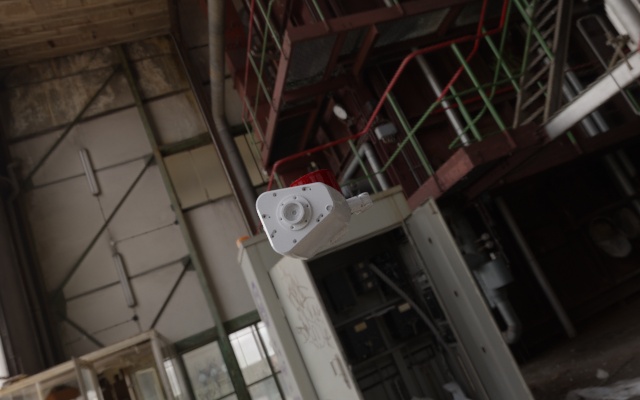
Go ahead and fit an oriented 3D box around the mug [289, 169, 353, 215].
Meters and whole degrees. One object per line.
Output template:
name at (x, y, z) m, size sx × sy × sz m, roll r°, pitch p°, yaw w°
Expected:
mug at (0.000, 0.003, 0.809) m, size 0.093 × 0.081 × 0.117 m, roll -26°, pitch -13°, yaw 7°
